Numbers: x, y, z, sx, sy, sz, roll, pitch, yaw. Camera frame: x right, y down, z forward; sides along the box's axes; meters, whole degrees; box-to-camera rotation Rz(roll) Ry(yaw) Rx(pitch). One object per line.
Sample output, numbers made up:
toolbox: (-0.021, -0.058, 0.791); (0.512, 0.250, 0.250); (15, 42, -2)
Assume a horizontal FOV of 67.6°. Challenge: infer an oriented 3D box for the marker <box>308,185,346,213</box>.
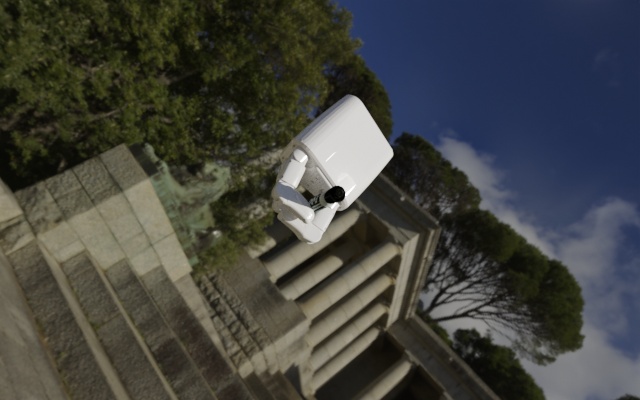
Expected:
marker: (0.000, 0.002, 0.565); (0.020, 0.020, 0.121); (0, -10, -20)
